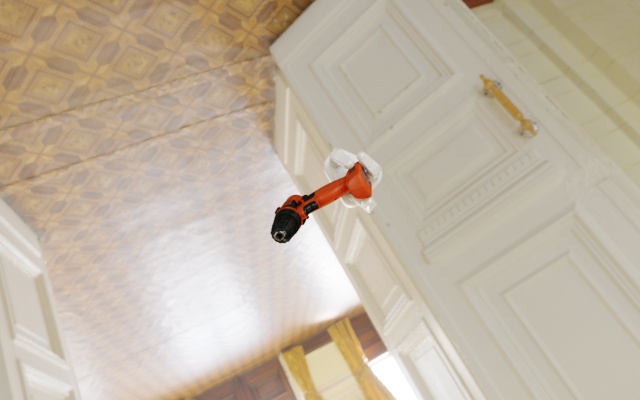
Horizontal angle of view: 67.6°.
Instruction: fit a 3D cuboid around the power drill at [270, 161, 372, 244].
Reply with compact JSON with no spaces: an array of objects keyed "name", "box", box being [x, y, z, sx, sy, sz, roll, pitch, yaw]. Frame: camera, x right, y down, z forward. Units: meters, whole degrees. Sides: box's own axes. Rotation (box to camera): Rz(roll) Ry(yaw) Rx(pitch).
[{"name":"power drill","box":[0.001,0.003,0.872,0.187,0.057,0.184,-25,14,14]}]
